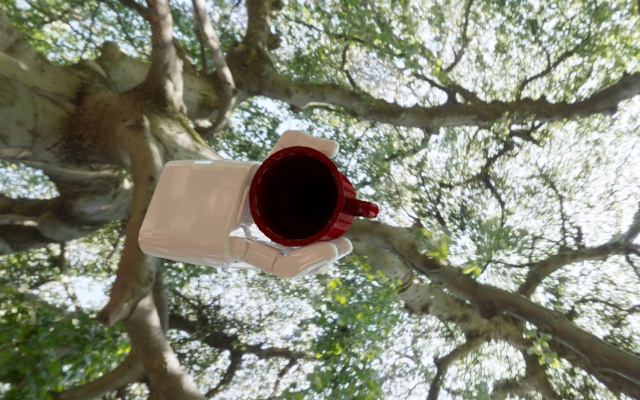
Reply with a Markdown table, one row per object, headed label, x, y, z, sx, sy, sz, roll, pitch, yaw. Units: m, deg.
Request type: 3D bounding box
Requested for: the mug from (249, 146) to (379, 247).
| label | x | y | z | sx | sy | sz | roll | pitch | yaw |
| --- | --- | --- | --- | --- | --- | --- | --- | --- | --- |
| mug | 0.002 | 0.002 | 0.468 | 0.117 | 0.093 | 0.081 | 6 | -5 | 19 |
